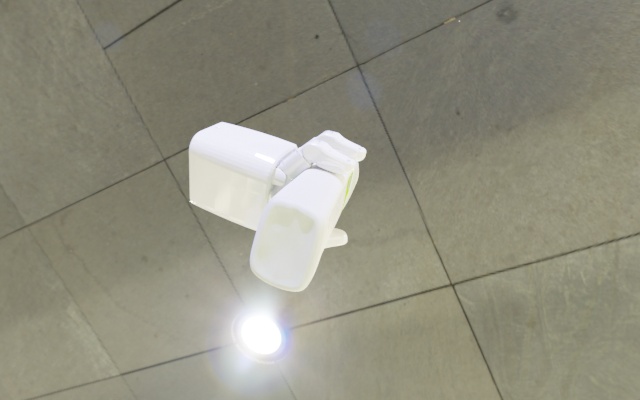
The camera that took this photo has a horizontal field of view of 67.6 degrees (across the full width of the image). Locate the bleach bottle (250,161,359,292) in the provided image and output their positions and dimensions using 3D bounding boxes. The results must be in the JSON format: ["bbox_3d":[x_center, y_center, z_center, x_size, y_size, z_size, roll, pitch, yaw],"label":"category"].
[{"bbox_3d":[0.000,0.002,0.573,0.068,0.103,0.250,21,24,8],"label":"bleach bottle"}]
